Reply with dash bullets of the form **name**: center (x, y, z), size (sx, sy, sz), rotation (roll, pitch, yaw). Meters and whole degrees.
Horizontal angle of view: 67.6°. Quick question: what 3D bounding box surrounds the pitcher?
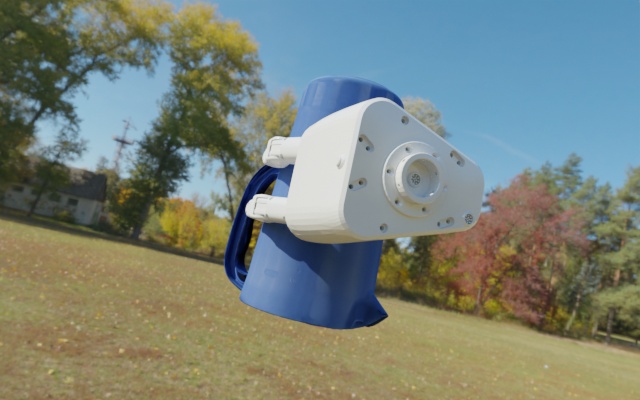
- **pitcher**: center (0.000, 0.002, 0.496), size (0.149, 0.243, 0.145), rotation (15, -7, -18)
